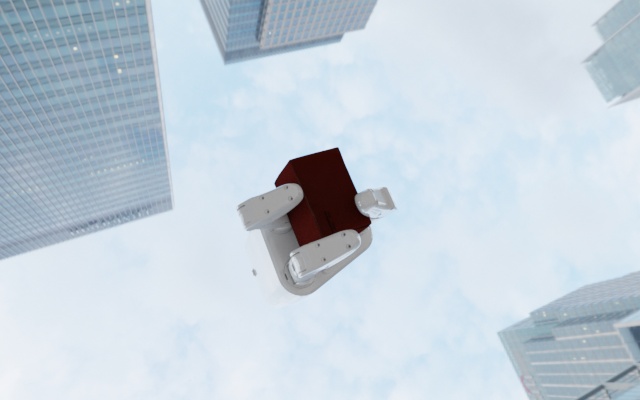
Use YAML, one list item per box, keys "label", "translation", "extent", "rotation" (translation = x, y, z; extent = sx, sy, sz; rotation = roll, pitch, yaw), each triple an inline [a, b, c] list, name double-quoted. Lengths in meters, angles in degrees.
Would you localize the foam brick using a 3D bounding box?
- label: "foam brick"
  translation: [0.000, 0.001, 0.431]
  extent: [0.053, 0.078, 0.051]
  rotation: [-15, -15, -27]
